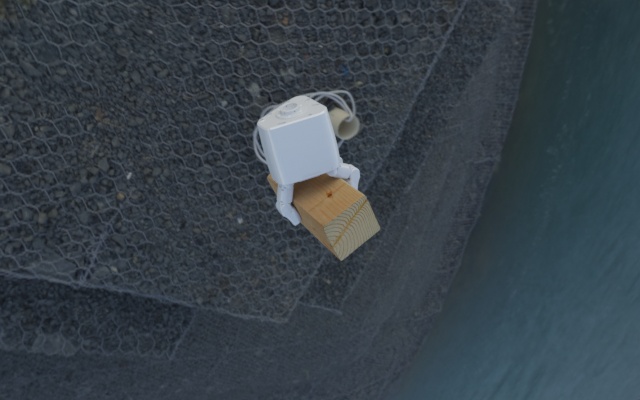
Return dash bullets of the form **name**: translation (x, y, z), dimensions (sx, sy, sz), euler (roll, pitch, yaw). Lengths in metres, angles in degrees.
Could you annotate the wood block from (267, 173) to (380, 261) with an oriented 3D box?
- **wood block**: translation (0.000, 0.003, 0.857), dimensions (0.091, 0.090, 0.206), euler (-37, 40, -11)
